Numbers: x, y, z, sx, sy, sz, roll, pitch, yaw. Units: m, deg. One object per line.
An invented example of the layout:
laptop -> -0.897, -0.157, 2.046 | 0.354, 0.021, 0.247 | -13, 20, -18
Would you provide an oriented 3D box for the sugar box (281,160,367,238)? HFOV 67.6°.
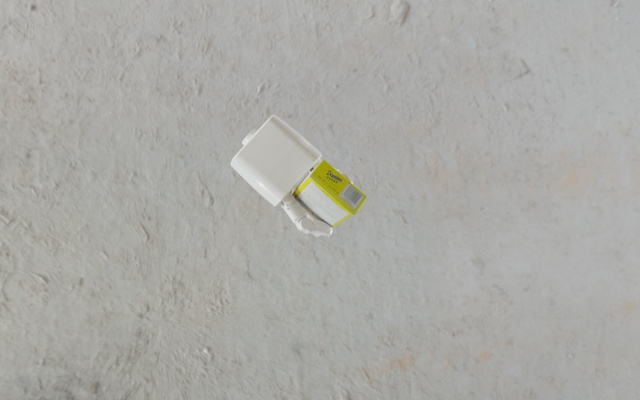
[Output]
sugar box -> 0.000, 0.002, 0.807 | 0.093, 0.048, 0.176 | 41, -22, -5
